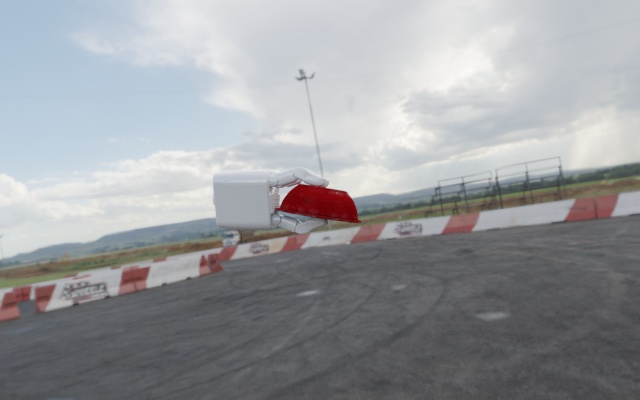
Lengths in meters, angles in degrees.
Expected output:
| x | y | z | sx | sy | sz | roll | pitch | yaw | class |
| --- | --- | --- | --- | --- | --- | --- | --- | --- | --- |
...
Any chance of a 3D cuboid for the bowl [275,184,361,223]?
| x | y | z | sx | sy | sz | roll | pitch | yaw | class |
| --- | --- | --- | --- | --- | --- | --- | --- | --- | --- |
| 0.002 | 0.003 | 0.886 | 0.162 | 0.055 | 0.162 | 9 | 1 | 0 | bowl |
